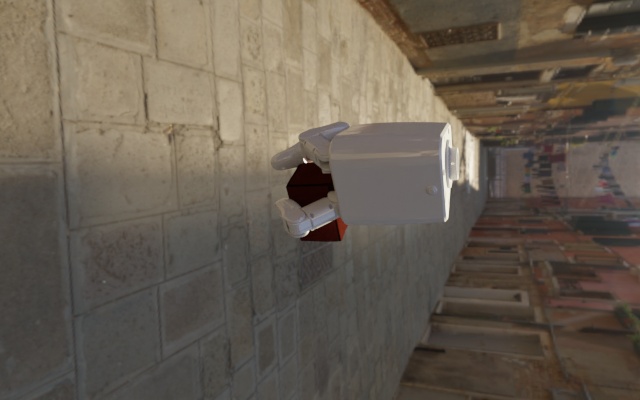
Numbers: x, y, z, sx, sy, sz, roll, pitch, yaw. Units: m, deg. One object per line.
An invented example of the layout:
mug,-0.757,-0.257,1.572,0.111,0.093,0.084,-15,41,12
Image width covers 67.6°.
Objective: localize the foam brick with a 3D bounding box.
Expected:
foam brick,0.000,0.002,0.543,0.051,0.078,0.053,-1,34,19
